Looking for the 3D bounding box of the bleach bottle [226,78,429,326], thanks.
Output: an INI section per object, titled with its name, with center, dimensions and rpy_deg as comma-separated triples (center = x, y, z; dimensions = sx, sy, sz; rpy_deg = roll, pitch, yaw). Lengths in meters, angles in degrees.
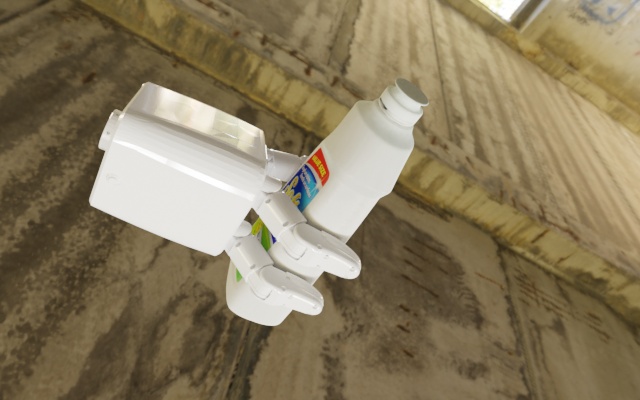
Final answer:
[bleach bottle]
center = 0.000, 0.001, 0.402
dimensions = 0.068, 0.102, 0.251
rpy_deg = 24, -53, -18
